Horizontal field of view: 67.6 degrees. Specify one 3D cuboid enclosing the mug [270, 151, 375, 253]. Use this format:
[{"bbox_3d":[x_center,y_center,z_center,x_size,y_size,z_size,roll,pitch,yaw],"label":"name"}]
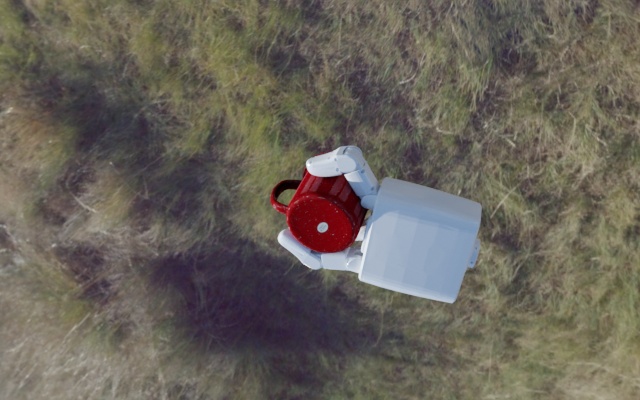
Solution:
[{"bbox_3d":[-0.001,0.001,0.537,0.117,0.093,0.081,13,38,11],"label":"mug"}]
